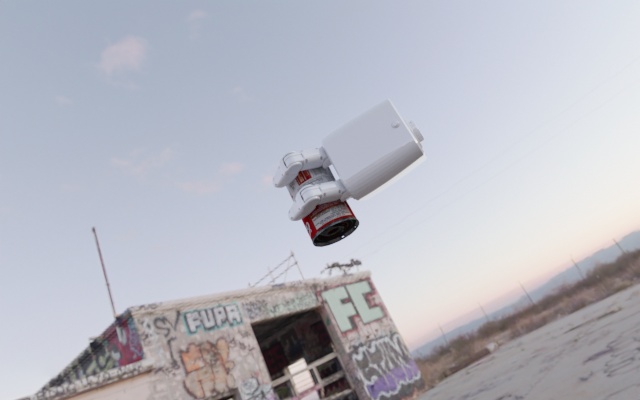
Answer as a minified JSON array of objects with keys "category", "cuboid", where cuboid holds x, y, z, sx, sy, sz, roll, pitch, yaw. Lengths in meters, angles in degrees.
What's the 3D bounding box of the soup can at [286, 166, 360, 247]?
[{"category":"soup can","cuboid":[0.000,0.002,0.647,0.068,0.102,0.068,-22,-24,-11]}]
